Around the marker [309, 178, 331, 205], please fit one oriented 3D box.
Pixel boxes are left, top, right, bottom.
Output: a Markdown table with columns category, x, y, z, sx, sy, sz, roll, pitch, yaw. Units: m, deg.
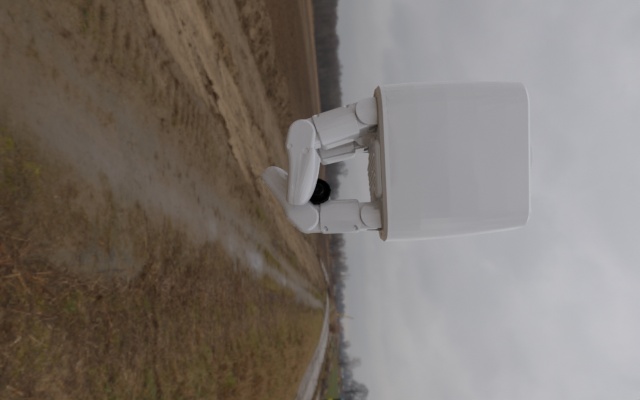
| category | x | y | z | sx | sy | sz | roll | pitch | yaw |
| --- | --- | --- | --- | --- | --- | --- | --- | --- | --- |
| marker | 0.000 | 0.001 | 0.405 | 0.020 | 0.020 | 0.121 | 0 | -9 | 2 |
